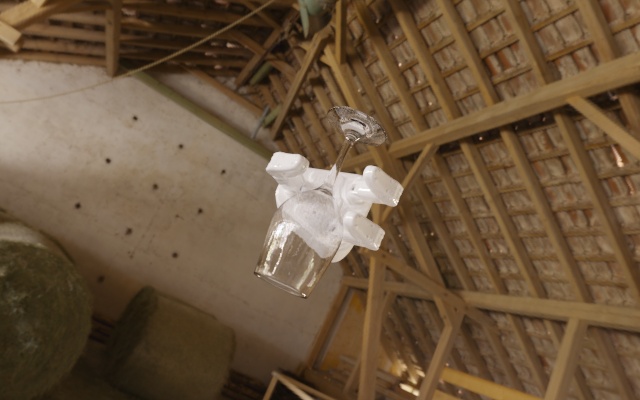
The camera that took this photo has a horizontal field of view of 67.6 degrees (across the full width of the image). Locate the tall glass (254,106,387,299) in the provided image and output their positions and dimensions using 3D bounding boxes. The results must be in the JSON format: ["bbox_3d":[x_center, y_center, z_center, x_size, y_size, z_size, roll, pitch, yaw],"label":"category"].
[{"bbox_3d":[0.000,0.001,0.518,0.079,0.201,0.079,24,-16,7],"label":"tall glass"}]
